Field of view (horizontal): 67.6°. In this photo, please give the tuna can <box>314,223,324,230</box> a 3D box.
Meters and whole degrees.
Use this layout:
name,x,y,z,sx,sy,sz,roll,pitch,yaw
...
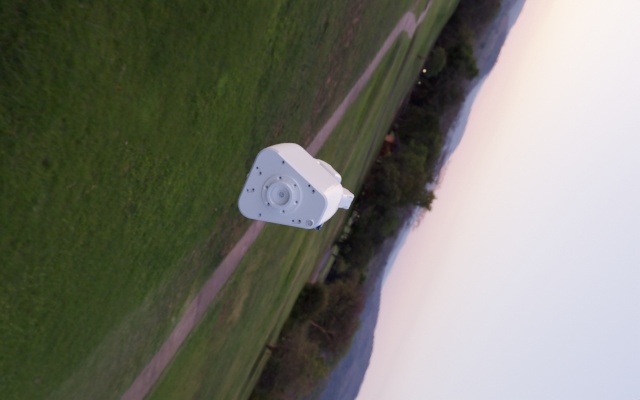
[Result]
name,x,y,z,sx,sy,sz,roll,pitch,yaw
tuna can,0.001,0.003,0.752,0.034,0.086,0.086,23,2,4
